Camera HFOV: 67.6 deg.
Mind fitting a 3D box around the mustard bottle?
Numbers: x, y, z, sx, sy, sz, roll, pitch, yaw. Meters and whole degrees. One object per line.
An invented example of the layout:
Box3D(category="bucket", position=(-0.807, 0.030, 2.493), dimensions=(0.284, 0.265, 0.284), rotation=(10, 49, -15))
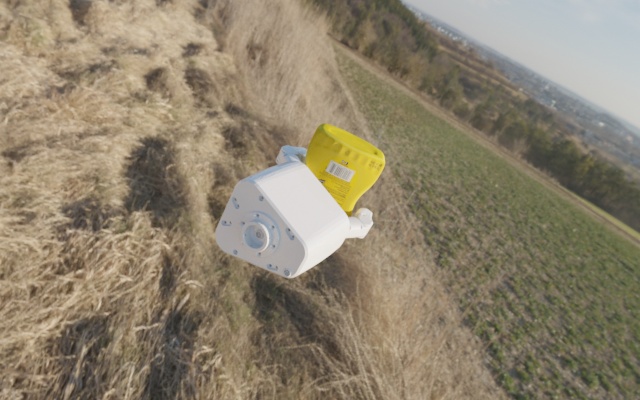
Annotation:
Box3D(category="mustard bottle", position=(0.000, 0.002, 0.632), dimensions=(0.096, 0.192, 0.058), rotation=(25, 25, -8))
